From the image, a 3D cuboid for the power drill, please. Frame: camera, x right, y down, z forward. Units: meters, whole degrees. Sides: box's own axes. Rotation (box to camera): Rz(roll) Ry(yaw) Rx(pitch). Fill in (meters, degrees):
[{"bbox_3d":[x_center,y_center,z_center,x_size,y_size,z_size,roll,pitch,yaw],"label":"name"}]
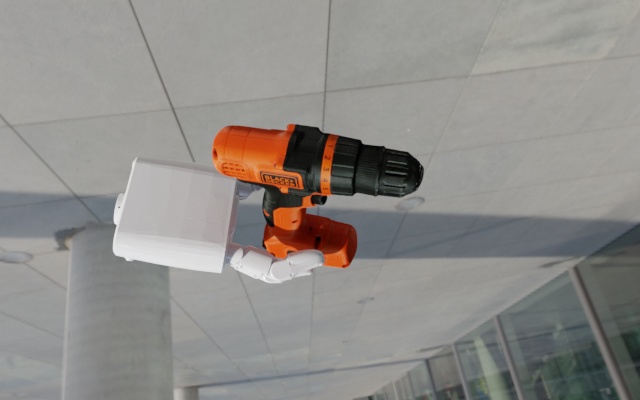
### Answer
[{"bbox_3d":[0.000,0.002,0.473,0.184,0.057,0.188,10,-32,10],"label":"power drill"}]
